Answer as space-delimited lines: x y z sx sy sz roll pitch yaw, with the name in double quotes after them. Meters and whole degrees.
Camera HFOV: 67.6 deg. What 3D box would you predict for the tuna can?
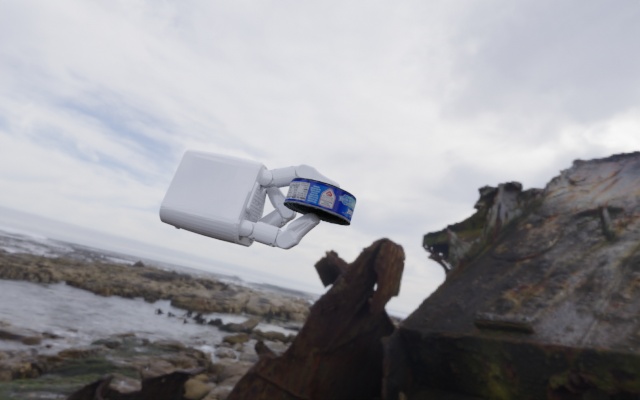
0.000 0.001 0.584 0.086 0.033 0.086 17 -10 3 "tuna can"
